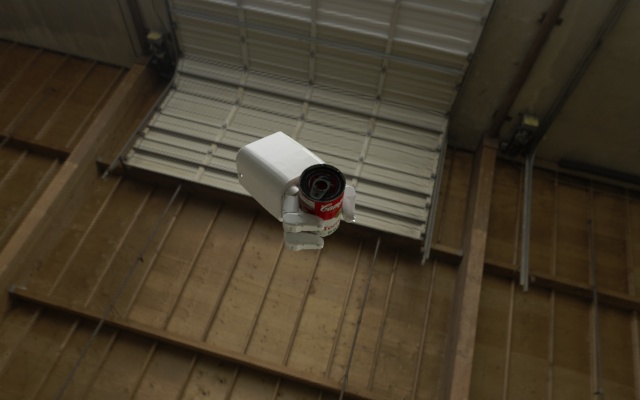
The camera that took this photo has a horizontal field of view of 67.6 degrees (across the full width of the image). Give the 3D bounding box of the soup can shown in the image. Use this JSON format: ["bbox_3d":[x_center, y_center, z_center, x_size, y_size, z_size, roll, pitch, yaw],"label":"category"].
[{"bbox_3d":[0.001,0.003,0.722,0.068,0.068,0.102,0,-35,-4],"label":"soup can"}]
